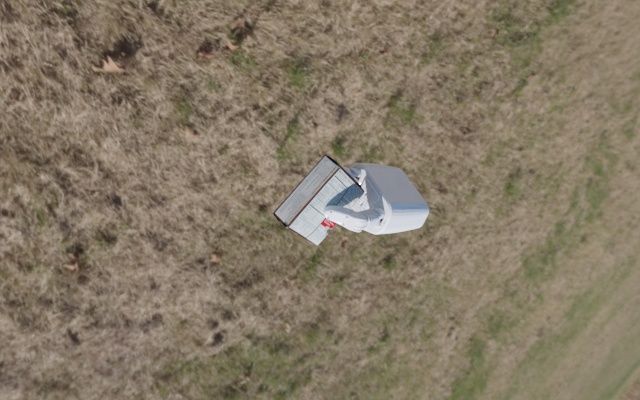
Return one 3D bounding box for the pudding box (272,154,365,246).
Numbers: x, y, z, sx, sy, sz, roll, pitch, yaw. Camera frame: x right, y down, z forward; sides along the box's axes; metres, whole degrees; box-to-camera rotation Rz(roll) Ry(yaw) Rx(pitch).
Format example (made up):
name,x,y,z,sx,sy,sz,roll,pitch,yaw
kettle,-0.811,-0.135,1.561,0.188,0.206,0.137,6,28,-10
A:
name,x,y,z,sx,sy,sz,roll,pitch,yaw
pudding box,0.000,0.002,0.673,0.039,0.113,0.090,41,1,36
